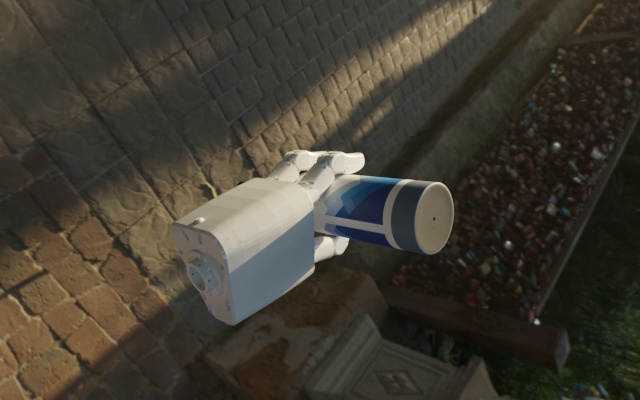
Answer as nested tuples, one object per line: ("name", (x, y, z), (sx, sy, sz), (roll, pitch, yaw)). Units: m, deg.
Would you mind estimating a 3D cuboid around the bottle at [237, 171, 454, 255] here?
("bottle", (0.000, 0.002, 0.533), (0.069, 0.069, 0.295), (0, 6, -45))
